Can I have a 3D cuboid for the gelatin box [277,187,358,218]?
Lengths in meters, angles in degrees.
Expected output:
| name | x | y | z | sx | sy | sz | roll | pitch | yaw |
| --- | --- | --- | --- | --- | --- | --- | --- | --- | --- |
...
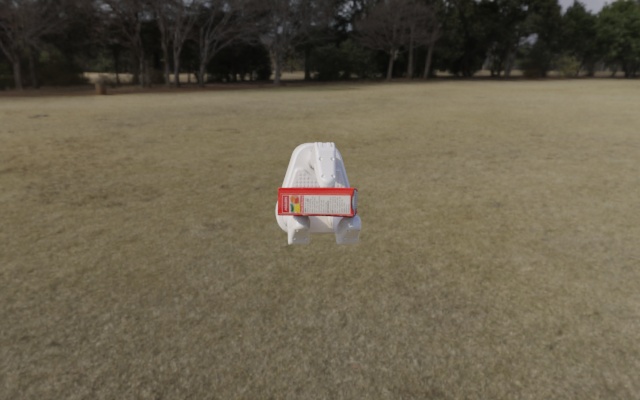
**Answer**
| name | x | y | z | sx | sy | sz | roll | pitch | yaw |
| --- | --- | --- | --- | --- | --- | --- | --- | --- | --- |
| gelatin box | 0.000 | 0.001 | 0.487 | 0.073 | 0.030 | 0.089 | 1 | 1 | 6 |
